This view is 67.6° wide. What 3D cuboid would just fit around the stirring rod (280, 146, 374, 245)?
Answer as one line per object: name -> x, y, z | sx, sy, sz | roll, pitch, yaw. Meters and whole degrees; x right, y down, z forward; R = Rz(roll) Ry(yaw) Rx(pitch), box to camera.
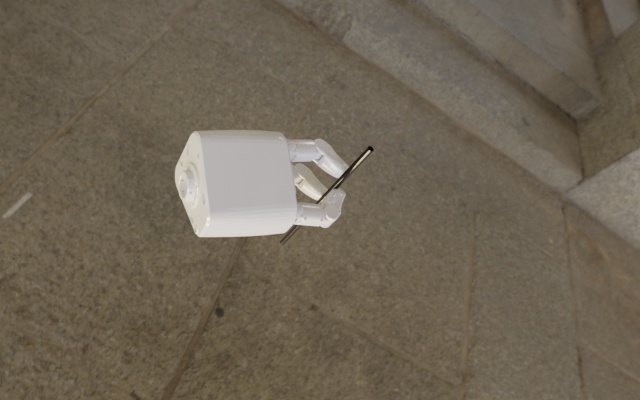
stirring rod -> 0.000, 0.002, 0.631 | 0.011, 0.011, 0.240 | 0, -31, -34
